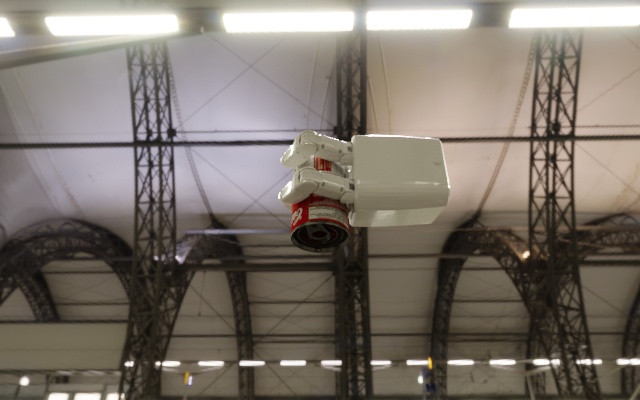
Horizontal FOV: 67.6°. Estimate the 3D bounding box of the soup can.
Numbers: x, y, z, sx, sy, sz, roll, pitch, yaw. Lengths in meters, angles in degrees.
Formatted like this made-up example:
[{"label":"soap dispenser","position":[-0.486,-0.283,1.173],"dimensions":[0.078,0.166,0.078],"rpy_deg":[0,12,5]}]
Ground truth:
[{"label":"soup can","position":[0.000,0.002,0.571],"dimensions":[0.068,0.102,0.069],"rpy_deg":[0,-34,0]}]
